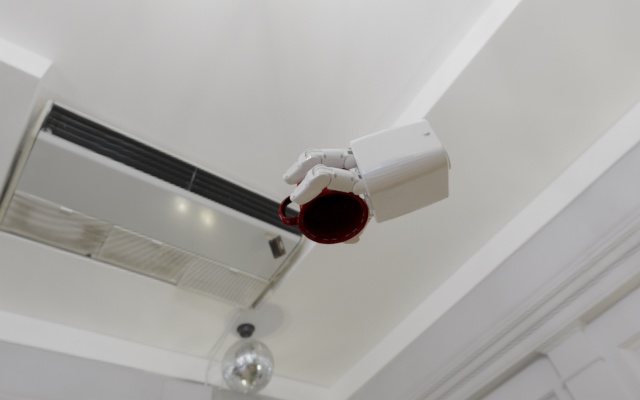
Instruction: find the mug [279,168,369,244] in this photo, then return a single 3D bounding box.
[{"bbox_3d":[-0.001,0.002,0.649,0.117,0.093,0.081,-17,40,4],"label":"mug"}]
